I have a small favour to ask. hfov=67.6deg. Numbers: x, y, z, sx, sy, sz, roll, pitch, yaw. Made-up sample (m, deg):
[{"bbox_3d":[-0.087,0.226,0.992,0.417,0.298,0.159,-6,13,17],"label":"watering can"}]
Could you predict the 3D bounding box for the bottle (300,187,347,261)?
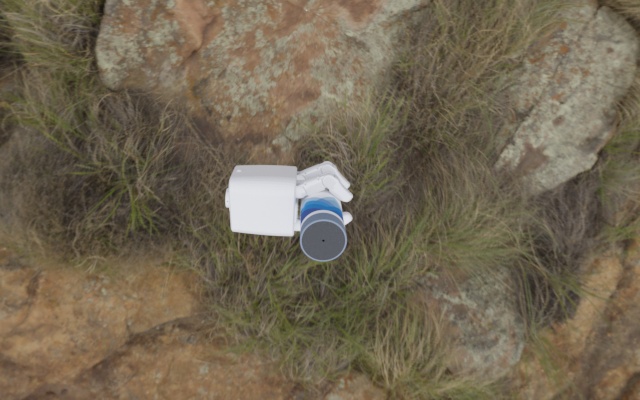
[{"bbox_3d":[0.000,0.003,0.807,0.069,0.069,0.295,0,22,-2],"label":"bottle"}]
